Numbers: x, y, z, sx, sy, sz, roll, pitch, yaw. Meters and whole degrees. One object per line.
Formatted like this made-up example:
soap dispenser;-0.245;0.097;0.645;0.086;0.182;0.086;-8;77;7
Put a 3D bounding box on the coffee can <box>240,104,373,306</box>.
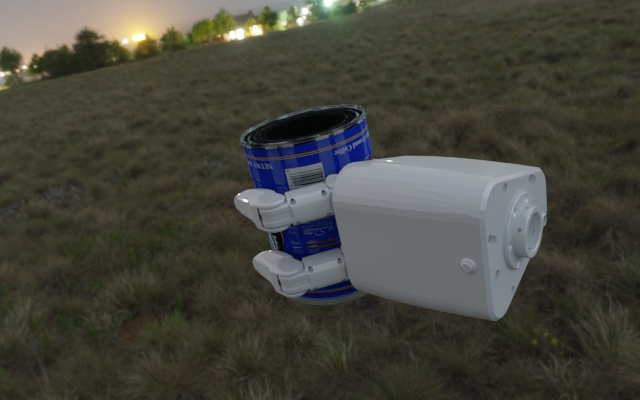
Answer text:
coffee can;0.000;0.001;0.405;0.103;0.140;0.102;-11;22;5
